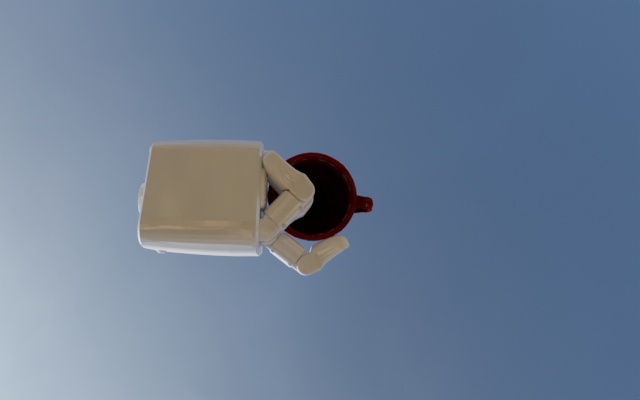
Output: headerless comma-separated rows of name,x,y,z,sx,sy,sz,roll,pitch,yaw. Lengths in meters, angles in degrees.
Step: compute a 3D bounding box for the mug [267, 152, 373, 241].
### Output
mug,0.002,0.002,0.534,0.117,0.093,0.081,2,-9,-5
